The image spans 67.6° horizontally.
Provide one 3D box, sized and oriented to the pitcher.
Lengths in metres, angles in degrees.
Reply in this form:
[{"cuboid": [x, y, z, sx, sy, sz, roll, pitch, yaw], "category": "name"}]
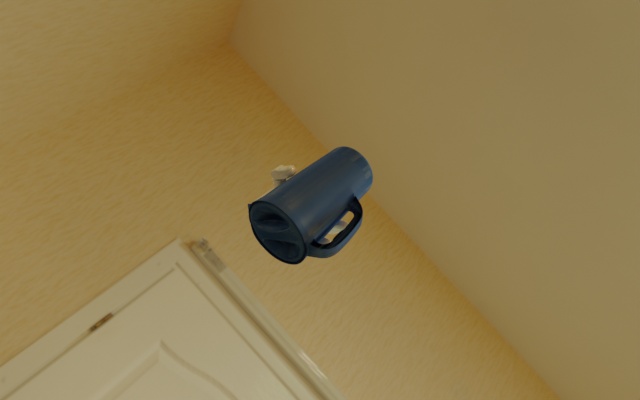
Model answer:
[{"cuboid": [0.000, 0.003, 0.884, 0.242, 0.149, 0.145, -40, 11, -37], "category": "pitcher"}]
